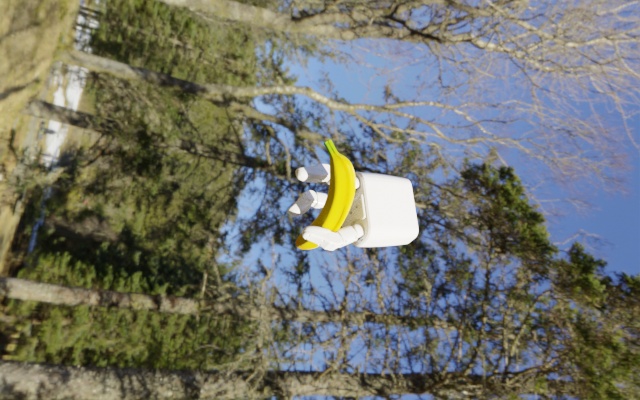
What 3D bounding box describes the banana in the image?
[{"bbox_3d":[0.012,0.010,0.715,0.037,0.198,0.069,-9,40,-38],"label":"banana"}]
